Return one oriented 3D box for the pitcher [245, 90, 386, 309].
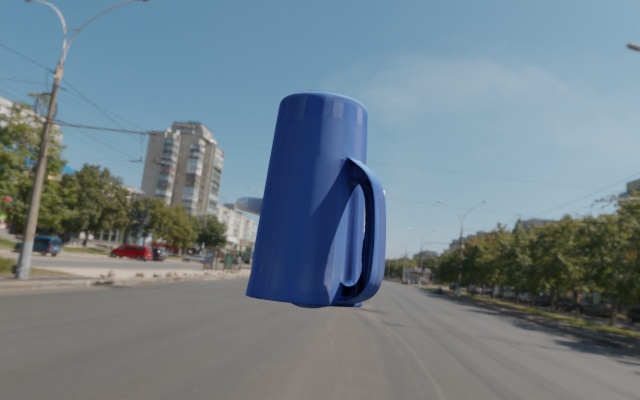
[{"bbox_3d":[0.000,0.002,0.554,0.149,0.243,0.145,5,-8,3],"label":"pitcher"}]
